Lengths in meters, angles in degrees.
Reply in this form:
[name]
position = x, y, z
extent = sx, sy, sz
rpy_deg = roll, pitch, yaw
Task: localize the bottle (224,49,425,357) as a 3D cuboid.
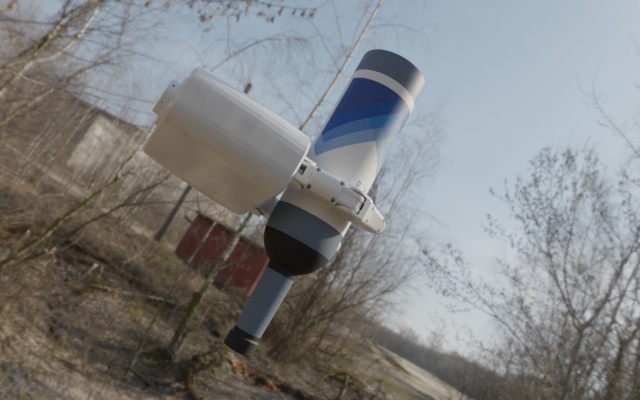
[bottle]
position = 0.000, 0.001, 0.434
extent = 0.069, 0.295, 0.069
rpy_deg = 28, -11, 6
